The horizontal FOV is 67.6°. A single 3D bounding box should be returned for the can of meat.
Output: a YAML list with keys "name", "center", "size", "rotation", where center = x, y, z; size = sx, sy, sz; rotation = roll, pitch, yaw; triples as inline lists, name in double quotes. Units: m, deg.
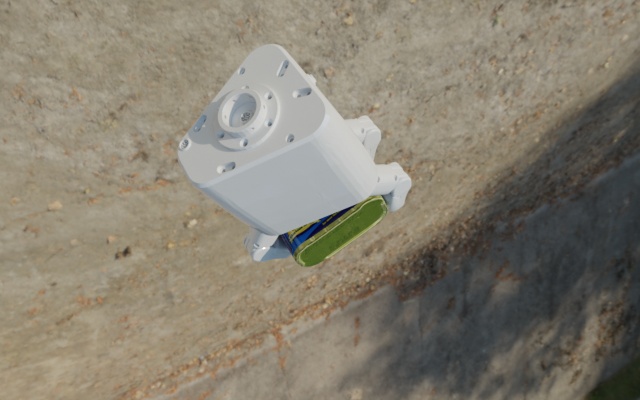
- name: "can of meat"
  center: [0.000, 0.002, 0.449]
  size: [0.102, 0.084, 0.057]
  rotation: [-36, -29, 3]
